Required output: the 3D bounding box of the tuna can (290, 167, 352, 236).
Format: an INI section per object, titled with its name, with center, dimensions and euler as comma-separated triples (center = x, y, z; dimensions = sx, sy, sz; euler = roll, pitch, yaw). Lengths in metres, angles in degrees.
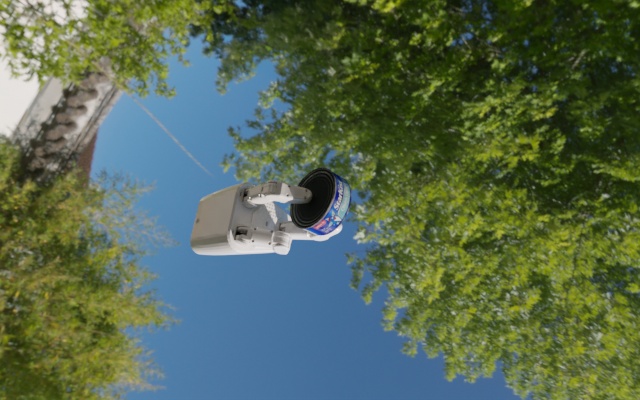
[tuna can]
center = 0.001, 0.002, 0.628
dimensions = 0.034, 0.086, 0.086
euler = 27, -17, -36
